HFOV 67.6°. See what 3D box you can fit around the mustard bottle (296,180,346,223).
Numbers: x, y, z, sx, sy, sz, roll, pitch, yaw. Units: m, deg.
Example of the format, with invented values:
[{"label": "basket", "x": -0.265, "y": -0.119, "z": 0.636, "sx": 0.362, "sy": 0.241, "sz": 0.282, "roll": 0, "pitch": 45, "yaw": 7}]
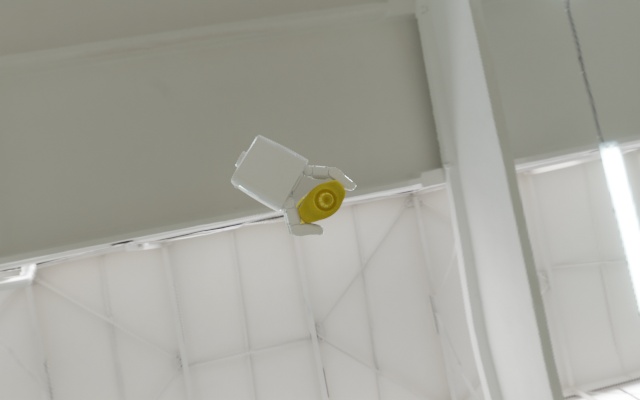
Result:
[{"label": "mustard bottle", "x": 0.000, "y": 0.003, "z": 0.883, "sx": 0.096, "sy": 0.058, "sz": 0.191, "roll": -37, "pitch": 1, "yaw": -7}]
